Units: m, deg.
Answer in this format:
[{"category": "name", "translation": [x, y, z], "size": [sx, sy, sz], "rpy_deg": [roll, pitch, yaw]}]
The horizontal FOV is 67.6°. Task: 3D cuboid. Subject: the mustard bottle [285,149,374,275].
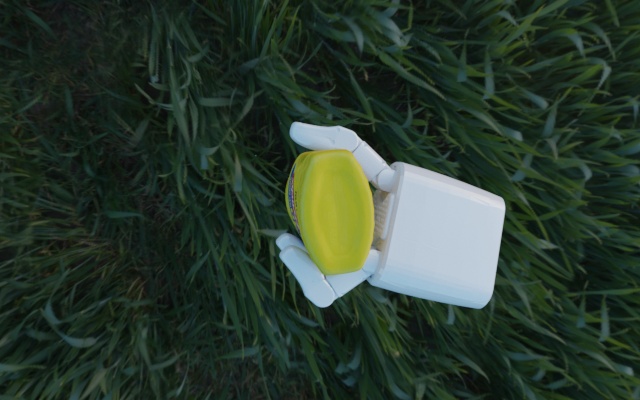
[{"category": "mustard bottle", "translation": [0.000, 0.001, 0.447], "size": [0.058, 0.096, 0.191], "rpy_deg": [-8, 7, -7]}]
